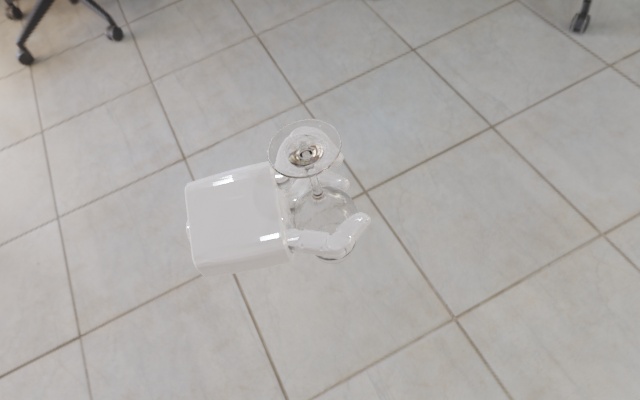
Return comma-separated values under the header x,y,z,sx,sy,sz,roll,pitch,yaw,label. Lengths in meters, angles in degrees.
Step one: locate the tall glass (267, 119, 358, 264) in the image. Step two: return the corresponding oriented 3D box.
x,y,z,sx,sy,sz,roll,pitch,yaw,label
0.000,0.001,0.547,0.079,0.079,0.201,0,-33,12,tall glass
